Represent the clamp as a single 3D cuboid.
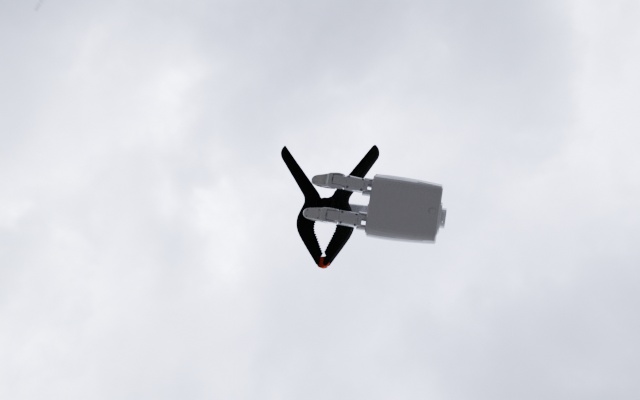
[{"bbox_3d":[0.000,0.003,0.775,0.164,0.210,0.036,8,-10,14],"label":"clamp"}]
